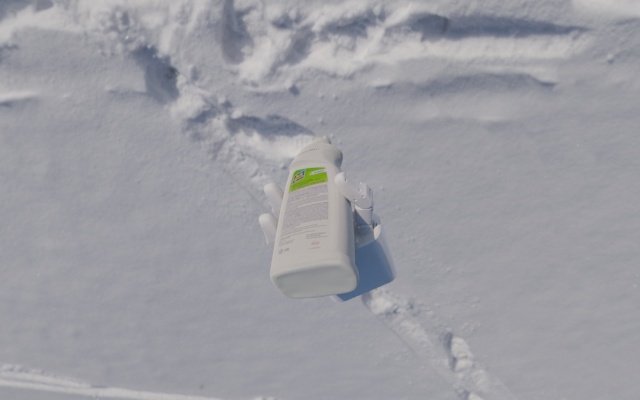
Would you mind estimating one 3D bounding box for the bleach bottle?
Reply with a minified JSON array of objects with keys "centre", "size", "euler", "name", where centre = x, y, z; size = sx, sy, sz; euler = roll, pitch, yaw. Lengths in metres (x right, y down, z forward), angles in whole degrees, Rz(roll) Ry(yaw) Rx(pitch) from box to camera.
[{"centre":[0.000,0.002,0.621],"size":[0.102,0.250,0.068],"euler":[-11,-46,17],"name":"bleach bottle"}]
